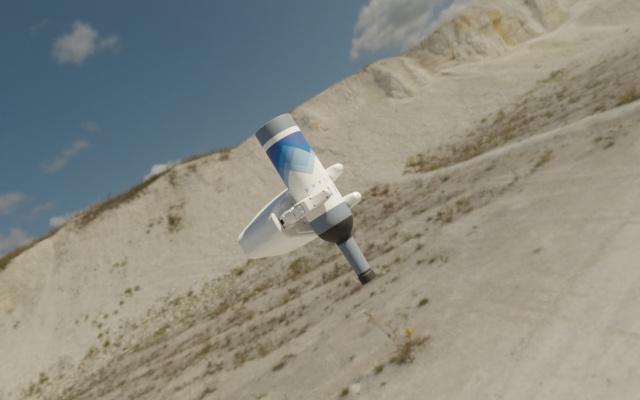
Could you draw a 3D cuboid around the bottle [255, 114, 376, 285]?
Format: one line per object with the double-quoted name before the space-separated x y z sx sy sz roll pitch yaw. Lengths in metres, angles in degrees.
"bottle" 0.000 0.002 0.766 0.069 0.295 0.069 -32 -3 -2
